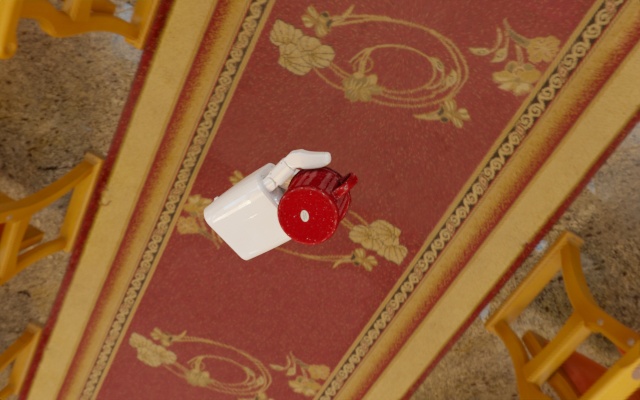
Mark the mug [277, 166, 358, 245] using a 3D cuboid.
[{"bbox_3d":[0.001,0.001,0.632,0.117,0.093,0.081,-31,10,19],"label":"mug"}]
